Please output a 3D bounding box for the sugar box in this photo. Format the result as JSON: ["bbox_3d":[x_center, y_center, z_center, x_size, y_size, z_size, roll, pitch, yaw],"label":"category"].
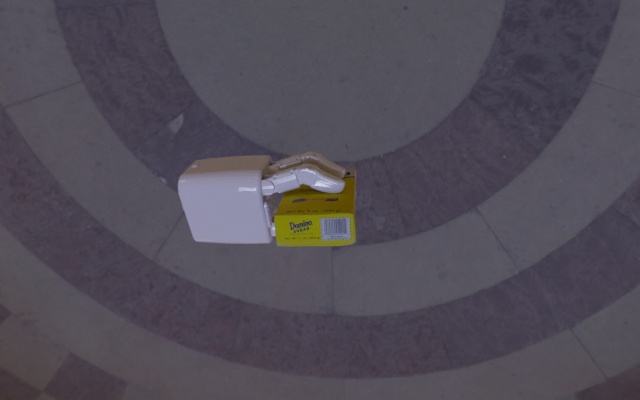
[{"bbox_3d":[0.000,0.002,0.620,0.093,0.048,0.176,-1,23,4],"label":"sugar box"}]
